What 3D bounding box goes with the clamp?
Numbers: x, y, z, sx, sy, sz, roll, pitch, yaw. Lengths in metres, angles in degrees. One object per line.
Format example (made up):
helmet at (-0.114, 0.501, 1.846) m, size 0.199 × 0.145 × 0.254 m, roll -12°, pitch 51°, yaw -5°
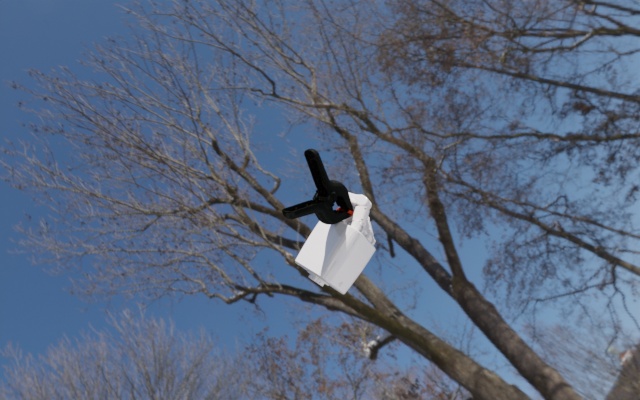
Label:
clamp at (0.000, 0.003, 0.823) m, size 0.039 × 0.120 × 0.171 m, roll 20°, pitch -15°, yaw 42°
